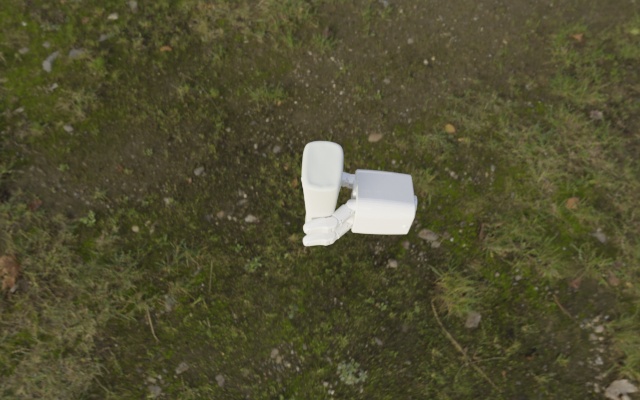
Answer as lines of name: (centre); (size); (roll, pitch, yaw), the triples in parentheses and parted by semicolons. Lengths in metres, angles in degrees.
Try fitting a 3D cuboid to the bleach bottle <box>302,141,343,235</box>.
bleach bottle: (0.000, 0.003, 0.887); (0.068, 0.102, 0.251); (4, -29, 0)
